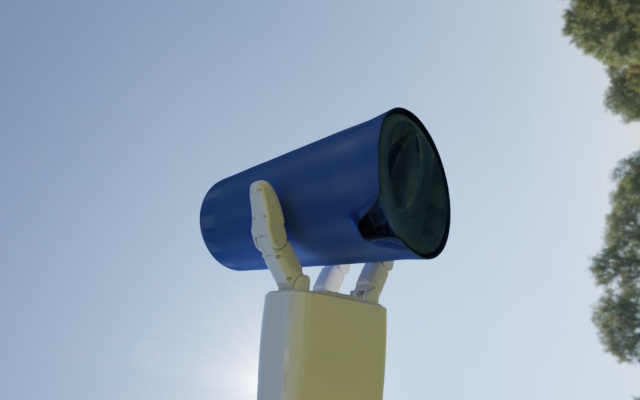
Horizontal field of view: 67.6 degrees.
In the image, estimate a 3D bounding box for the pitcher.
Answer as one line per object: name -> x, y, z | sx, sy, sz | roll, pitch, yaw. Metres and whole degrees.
pitcher -> 0.000, 0.002, 0.484 | 0.243, 0.145, 0.149 | -13, -25, 36
